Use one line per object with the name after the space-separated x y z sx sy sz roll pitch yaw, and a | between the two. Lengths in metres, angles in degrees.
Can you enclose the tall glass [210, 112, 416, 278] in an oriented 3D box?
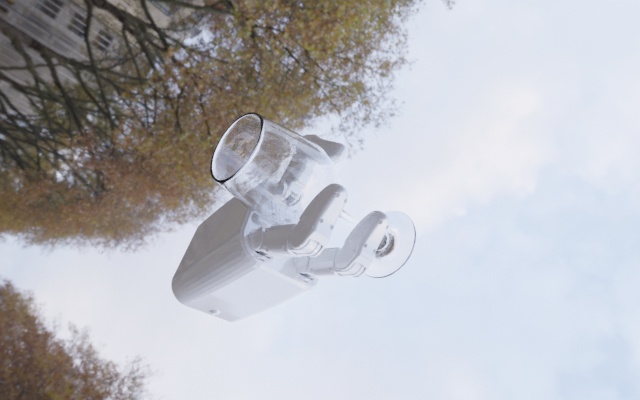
0.001 0.002 0.428 0.079 0.079 0.201 0 -26 47 | tall glass
